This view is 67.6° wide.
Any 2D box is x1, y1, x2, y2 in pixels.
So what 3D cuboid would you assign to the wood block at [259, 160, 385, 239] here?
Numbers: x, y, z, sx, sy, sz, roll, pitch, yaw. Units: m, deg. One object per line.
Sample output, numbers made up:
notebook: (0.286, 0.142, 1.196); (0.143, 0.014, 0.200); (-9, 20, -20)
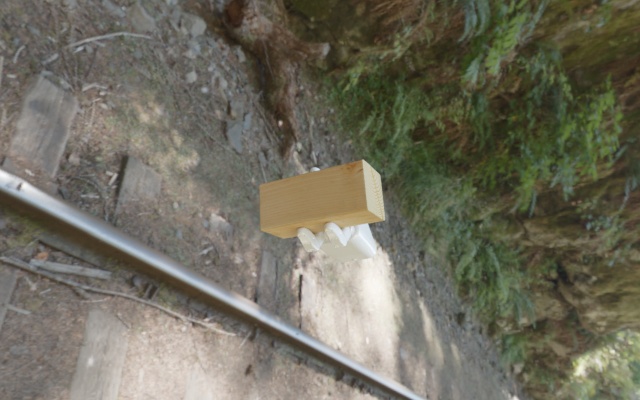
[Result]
wood block: (0.000, 0.003, 0.860); (0.206, 0.090, 0.090); (-12, -20, 24)
